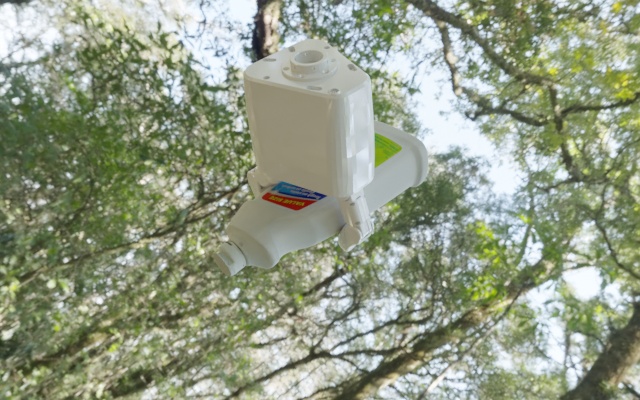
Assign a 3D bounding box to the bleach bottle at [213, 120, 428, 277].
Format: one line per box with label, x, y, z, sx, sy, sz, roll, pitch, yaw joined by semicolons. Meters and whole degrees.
bleach bottle;0.000;0.002;0.515;0.250;0.068;0.102;-35;49;-28
